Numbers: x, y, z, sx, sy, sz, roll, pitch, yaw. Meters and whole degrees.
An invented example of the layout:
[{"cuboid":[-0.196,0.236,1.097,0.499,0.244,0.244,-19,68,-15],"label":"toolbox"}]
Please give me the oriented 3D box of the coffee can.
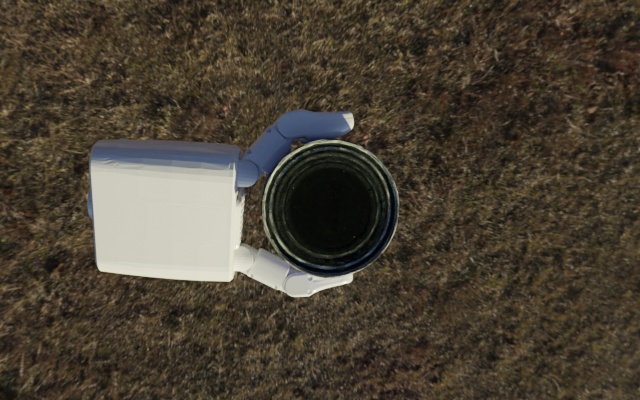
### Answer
[{"cuboid":[0.000,0.001,0.417,0.103,0.103,0.140,0,4,-7],"label":"coffee can"}]
